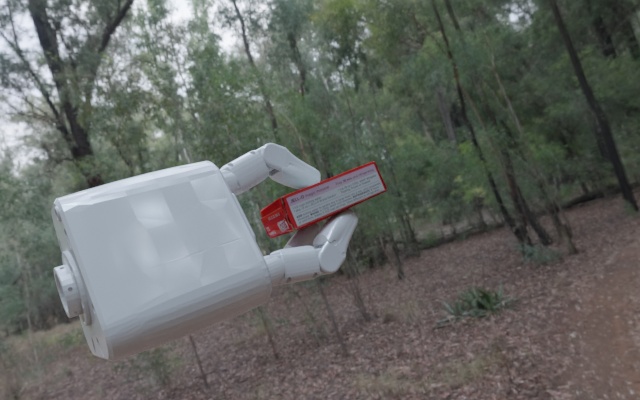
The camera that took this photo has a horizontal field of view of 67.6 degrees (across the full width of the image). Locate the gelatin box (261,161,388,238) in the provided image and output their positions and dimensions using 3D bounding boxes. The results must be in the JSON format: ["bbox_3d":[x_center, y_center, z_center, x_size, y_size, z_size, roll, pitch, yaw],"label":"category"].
[{"bbox_3d":[0.000,0.001,0.401,0.089,0.030,0.073,-23,0,-22],"label":"gelatin box"}]
